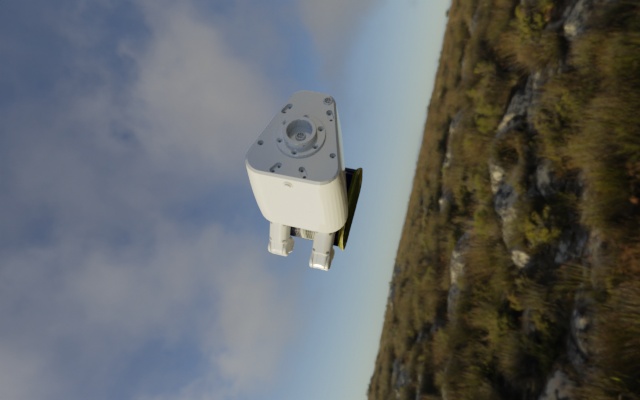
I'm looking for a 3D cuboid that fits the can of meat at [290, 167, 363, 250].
[{"bbox_3d":[0.000,0.002,0.592,0.084,0.102,0.057,12,-24,10],"label":"can of meat"}]
